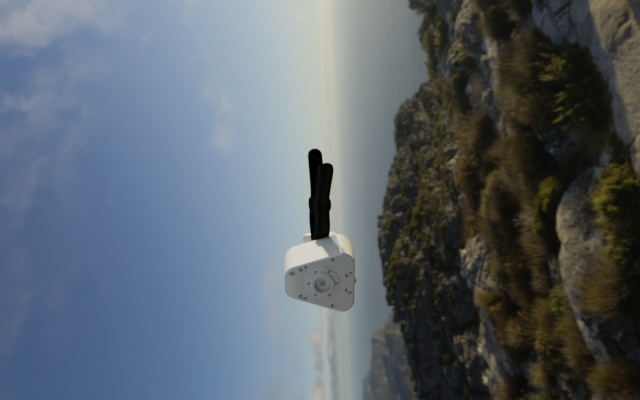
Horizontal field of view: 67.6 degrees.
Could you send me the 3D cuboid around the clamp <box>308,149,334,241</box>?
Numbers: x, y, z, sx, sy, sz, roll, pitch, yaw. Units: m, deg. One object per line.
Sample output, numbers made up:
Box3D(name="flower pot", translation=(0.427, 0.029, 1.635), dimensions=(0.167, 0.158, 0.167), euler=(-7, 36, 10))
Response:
Box3D(name="clamp", translation=(-0.001, 0.003, 0.791), dimensions=(0.039, 0.171, 0.120), euler=(-4, 10, -4))
